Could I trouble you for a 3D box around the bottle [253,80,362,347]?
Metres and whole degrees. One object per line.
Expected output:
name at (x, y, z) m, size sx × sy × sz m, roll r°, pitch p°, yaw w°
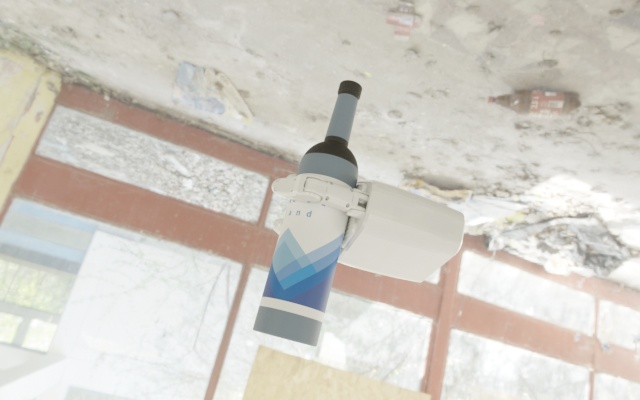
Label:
bottle at (0.000, 0.002, 0.518) m, size 0.069 × 0.295 × 0.069 m, roll 14°, pitch -17°, yaw 4°
